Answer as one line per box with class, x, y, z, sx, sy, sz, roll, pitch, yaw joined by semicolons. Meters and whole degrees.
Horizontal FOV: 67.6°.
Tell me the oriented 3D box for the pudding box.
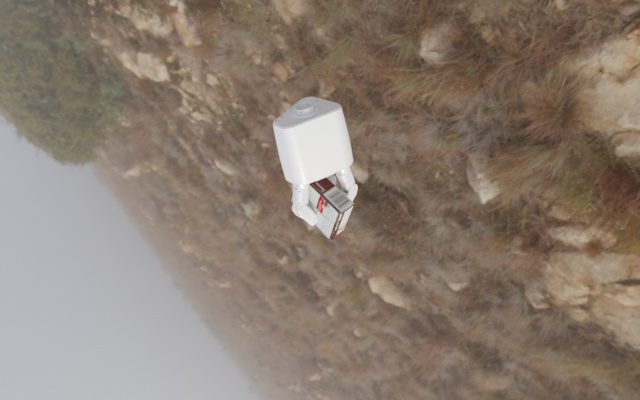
pudding box;0.000;0.003;0.846;0.039;0.113;0.090;-33;-23;-29
